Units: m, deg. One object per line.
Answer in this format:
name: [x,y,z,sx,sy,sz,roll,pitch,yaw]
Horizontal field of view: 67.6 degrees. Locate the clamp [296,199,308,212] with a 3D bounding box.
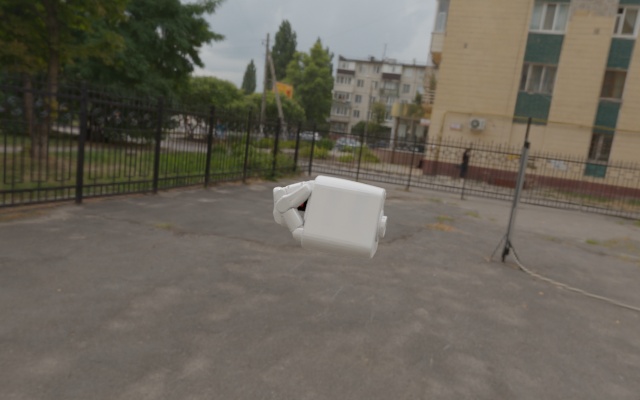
clamp: [0.000,0.002,0.833,0.120,0.039,0.171,12,9,12]
